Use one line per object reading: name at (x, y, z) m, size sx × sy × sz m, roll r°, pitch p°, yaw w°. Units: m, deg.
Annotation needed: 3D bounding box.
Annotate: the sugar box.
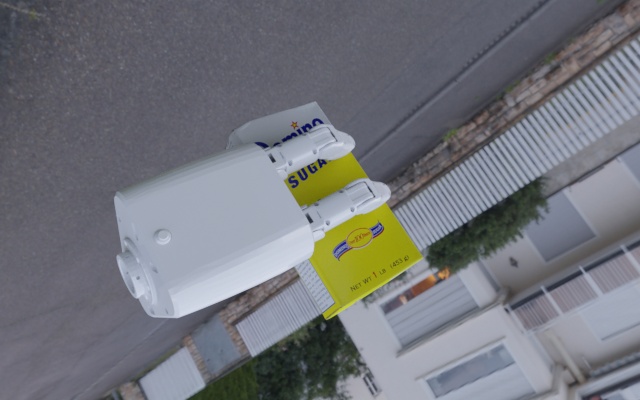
sugar box at (0.000, 0.001, 0.415) m, size 0.093 × 0.176 × 0.048 m, roll -25°, pitch -14°, yaw -30°
